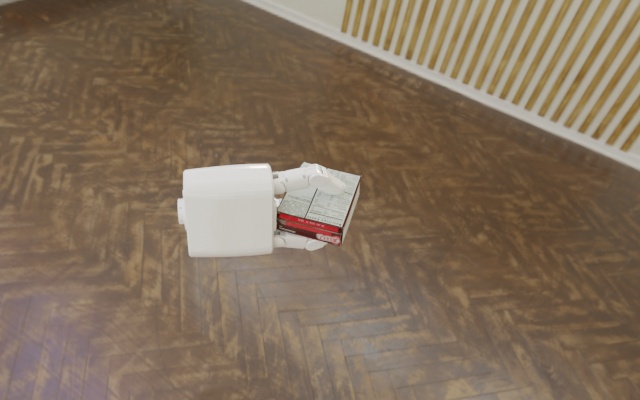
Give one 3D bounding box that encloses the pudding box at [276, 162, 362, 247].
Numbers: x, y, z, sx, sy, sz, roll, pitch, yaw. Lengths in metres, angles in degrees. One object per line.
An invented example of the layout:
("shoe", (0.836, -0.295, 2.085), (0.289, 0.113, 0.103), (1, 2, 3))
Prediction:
("pudding box", (0.000, 0.002, 0.636), (0.090, 0.039, 0.113), (15, 45, 9))
